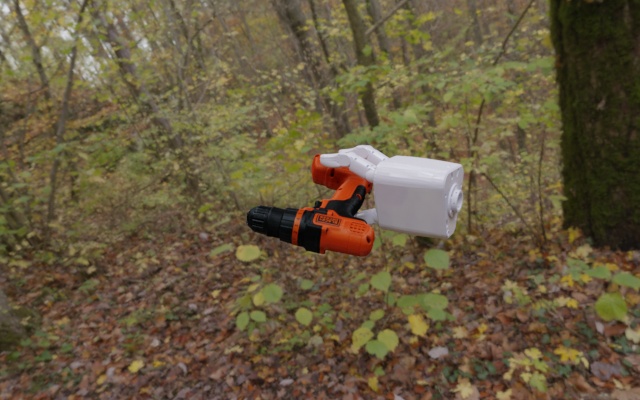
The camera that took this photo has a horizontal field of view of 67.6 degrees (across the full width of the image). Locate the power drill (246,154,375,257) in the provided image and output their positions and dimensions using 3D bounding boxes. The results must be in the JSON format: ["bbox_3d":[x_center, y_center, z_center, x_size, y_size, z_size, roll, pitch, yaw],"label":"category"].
[{"bbox_3d":[0.000,0.002,0.725,0.184,0.057,0.187,13,40,8],"label":"power drill"}]
